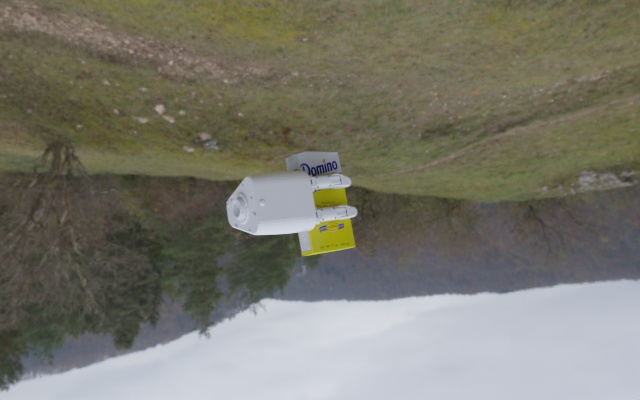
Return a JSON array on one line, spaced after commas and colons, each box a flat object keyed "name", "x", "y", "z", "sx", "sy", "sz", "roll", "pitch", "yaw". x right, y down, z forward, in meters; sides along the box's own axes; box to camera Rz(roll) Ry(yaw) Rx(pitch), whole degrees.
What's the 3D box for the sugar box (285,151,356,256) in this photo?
[{"name": "sugar box", "x": 0.000, "y": 0.003, "z": 0.836, "sx": 0.093, "sy": 0.176, "sz": 0.048, "roll": -5, "pitch": -7, "yaw": -36}]
